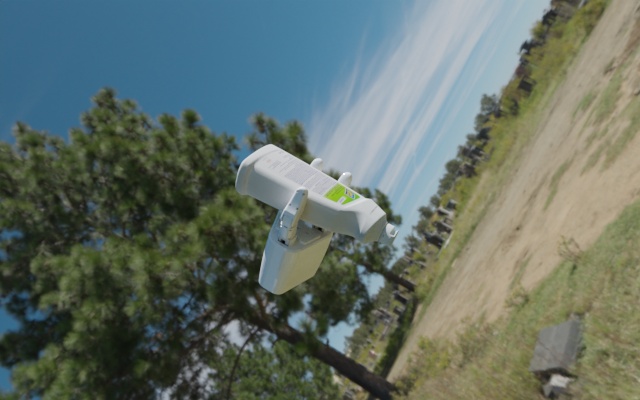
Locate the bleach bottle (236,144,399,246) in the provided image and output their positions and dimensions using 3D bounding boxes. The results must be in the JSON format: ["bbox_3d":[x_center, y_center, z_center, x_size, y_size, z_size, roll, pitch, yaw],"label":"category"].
[{"bbox_3d":[0.000,0.002,0.737,0.251,0.068,0.102,28,37,13],"label":"bleach bottle"}]
